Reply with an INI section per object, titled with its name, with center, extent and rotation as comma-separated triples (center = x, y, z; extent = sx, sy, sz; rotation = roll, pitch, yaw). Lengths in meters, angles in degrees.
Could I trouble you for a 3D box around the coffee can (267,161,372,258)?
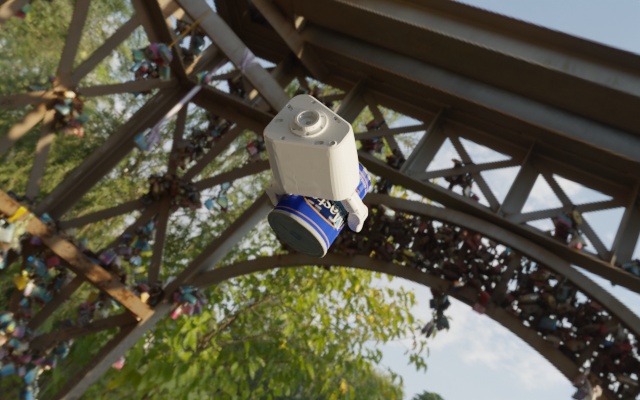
[coffee can]
center = 0.000, 0.003, 0.735
extent = 0.103, 0.140, 0.103
rotation = 28, -27, 16
